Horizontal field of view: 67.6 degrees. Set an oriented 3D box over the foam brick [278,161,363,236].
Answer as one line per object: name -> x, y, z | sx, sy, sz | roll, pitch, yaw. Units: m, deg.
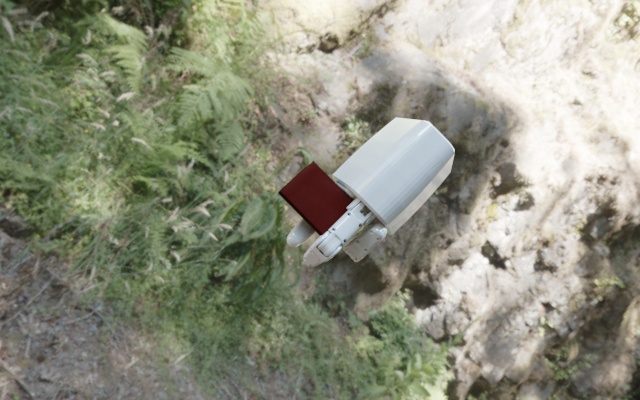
foam brick -> 0.000, 0.002, 0.527 | 0.051, 0.078, 0.053 | -45, 0, 0
